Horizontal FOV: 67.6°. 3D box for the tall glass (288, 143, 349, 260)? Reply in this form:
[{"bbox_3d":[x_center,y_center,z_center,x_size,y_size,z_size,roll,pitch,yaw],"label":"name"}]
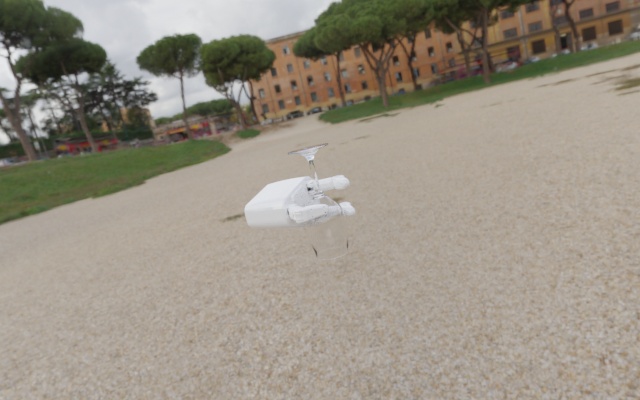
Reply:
[{"bbox_3d":[0.000,0.002,0.862,0.079,0.201,0.079,-13,10,2],"label":"tall glass"}]
